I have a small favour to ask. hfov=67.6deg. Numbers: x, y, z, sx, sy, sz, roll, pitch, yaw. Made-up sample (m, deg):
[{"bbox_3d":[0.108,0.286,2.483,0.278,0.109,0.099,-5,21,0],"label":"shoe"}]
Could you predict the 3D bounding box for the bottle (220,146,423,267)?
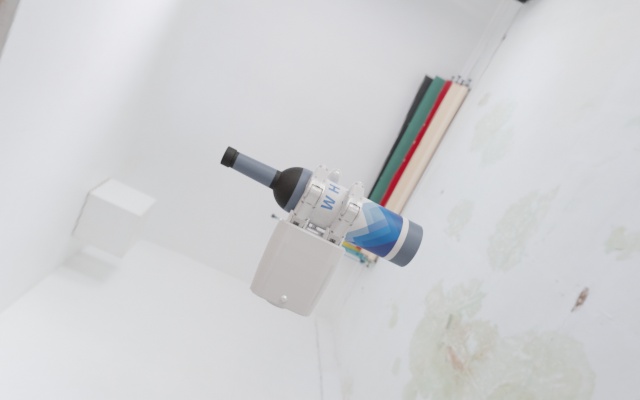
[{"bbox_3d":[0.000,0.002,0.669,0.296,0.069,0.069,26,-4,-9],"label":"bottle"}]
